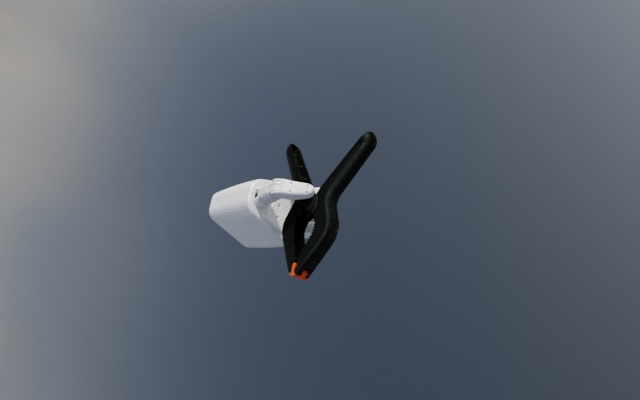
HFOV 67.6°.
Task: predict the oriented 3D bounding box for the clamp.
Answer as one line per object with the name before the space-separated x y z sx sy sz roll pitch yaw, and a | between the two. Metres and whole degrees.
clamp | -0.001 0.002 0.648 0.164 0.210 0.036 -11 -27 43
